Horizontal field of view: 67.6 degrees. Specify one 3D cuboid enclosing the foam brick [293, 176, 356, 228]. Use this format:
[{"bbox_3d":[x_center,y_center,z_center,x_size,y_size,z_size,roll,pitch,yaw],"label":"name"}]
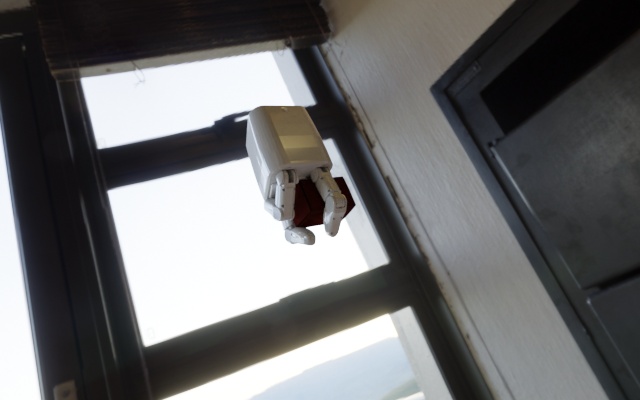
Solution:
[{"bbox_3d":[0.000,0.002,0.678,0.078,0.051,0.053,-7,-28,-34],"label":"foam brick"}]
